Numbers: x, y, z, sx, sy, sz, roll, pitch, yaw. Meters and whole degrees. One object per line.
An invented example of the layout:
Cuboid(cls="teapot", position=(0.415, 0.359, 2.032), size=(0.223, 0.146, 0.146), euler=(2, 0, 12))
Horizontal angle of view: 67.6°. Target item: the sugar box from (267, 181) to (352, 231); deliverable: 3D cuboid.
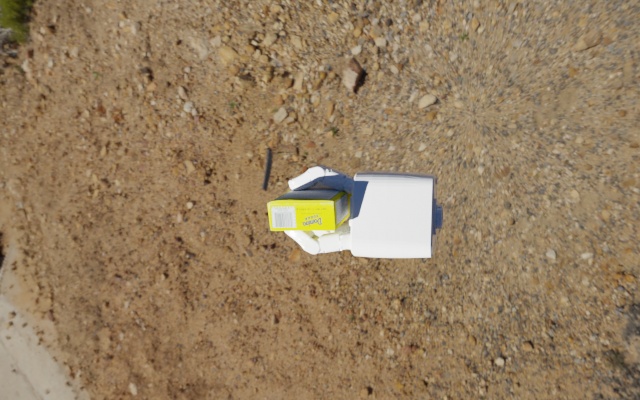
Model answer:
Cuboid(cls="sugar box", position=(0.000, 0.003, 0.693), size=(0.093, 0.048, 0.176), euler=(0, 10, 18))
